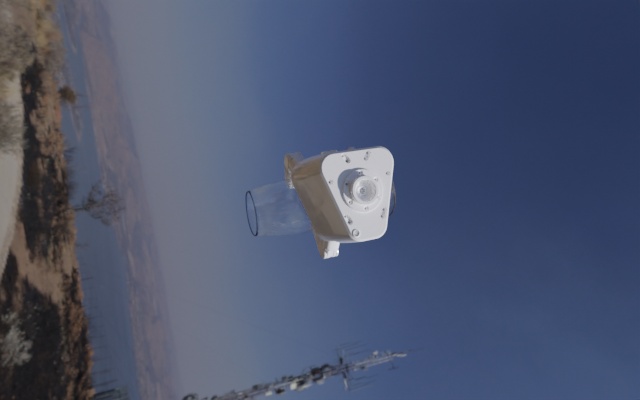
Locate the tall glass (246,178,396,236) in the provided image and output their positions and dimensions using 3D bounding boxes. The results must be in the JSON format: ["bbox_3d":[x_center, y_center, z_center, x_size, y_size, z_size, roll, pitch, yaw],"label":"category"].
[{"bbox_3d":[0.001,0.002,0.669,0.201,0.079,0.079,-9,3,-19],"label":"tall glass"}]
